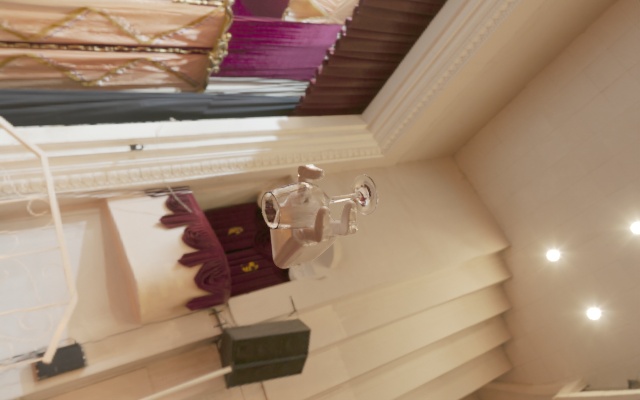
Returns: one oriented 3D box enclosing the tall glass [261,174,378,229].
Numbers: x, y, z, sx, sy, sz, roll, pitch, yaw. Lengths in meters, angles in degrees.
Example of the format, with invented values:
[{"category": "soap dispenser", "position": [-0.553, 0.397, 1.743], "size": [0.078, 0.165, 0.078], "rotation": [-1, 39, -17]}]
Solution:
[{"category": "tall glass", "position": [0.001, 0.002, 0.822], "size": [0.201, 0.079, 0.079], "rotation": [-9, 5, -35]}]
